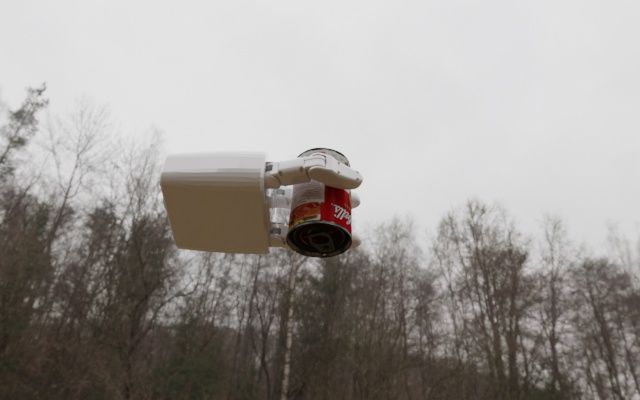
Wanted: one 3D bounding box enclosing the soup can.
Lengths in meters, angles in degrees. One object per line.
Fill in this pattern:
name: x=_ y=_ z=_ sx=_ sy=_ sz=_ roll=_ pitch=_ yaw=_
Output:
soup can: x=0.001 y=0.001 z=0.518 sx=0.068 sy=0.102 sz=0.069 roll=1 pitch=-37 yaw=1
